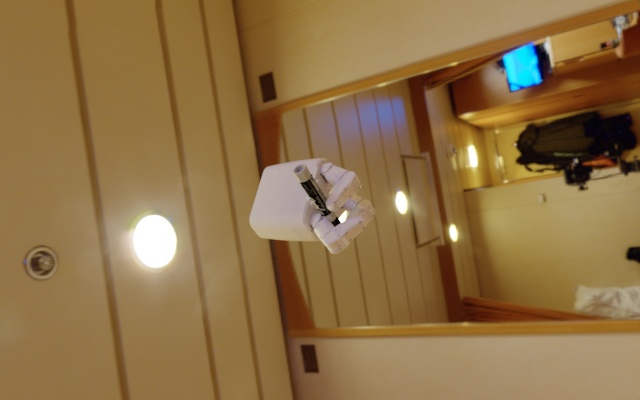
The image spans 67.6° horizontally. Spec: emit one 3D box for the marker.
[{"bbox_3d":[0.000,0.002,0.623,0.020,0.020,0.121,0,-43,37],"label":"marker"}]
